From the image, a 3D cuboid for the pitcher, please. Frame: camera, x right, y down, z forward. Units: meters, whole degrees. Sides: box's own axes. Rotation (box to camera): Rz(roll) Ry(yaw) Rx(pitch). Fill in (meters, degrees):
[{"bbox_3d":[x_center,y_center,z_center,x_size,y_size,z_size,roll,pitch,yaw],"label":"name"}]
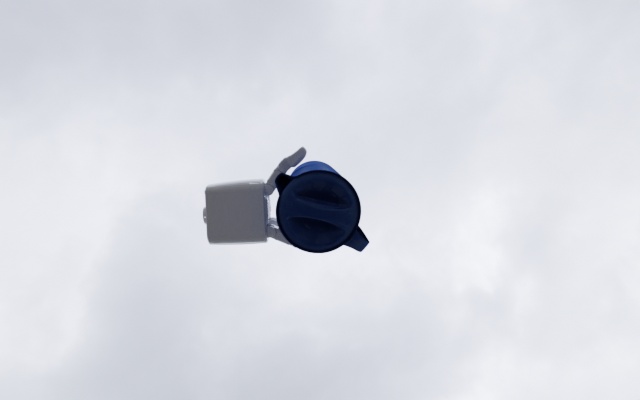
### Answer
[{"bbox_3d":[0.000,0.003,0.849,0.145,0.149,0.242,-7,12,-1],"label":"pitcher"}]
